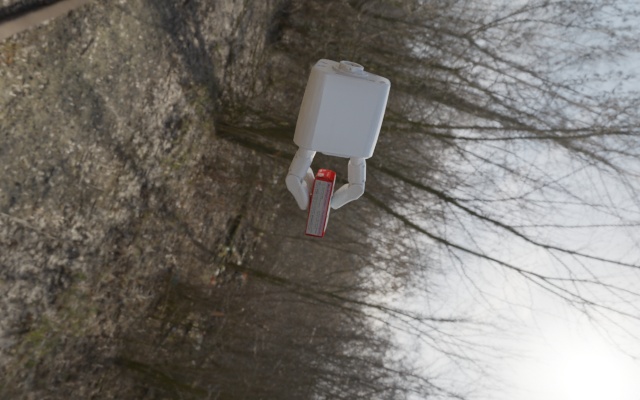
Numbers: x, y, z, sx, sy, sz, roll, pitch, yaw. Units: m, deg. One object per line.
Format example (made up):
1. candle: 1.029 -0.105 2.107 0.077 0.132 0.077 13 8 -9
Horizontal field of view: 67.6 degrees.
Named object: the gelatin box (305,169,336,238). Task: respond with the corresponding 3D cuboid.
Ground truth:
1. gelatin box: 0.001 0.003 0.711 0.030 0.089 0.073 10 13 2
